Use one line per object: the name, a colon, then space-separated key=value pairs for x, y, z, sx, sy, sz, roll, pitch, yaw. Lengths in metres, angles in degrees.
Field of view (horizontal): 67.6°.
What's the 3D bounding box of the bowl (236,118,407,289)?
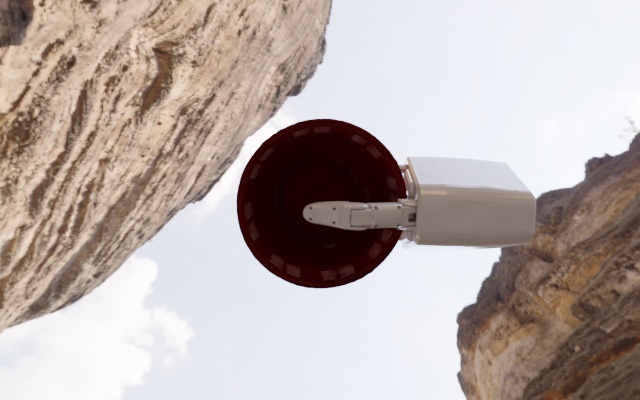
bowl: x=-0.001 y=0.001 z=0.471 sx=0.162 sy=0.162 sz=0.055 roll=0 pitch=9 yaw=-6
